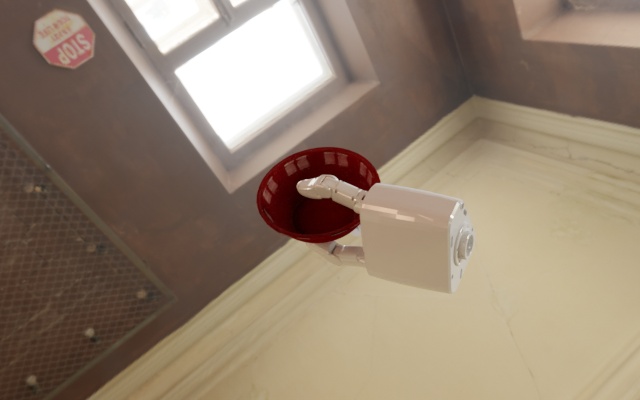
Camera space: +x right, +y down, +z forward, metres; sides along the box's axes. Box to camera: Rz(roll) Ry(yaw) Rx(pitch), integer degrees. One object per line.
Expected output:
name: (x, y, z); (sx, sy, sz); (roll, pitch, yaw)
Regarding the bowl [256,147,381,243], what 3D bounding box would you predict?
bowl: (-0.001, 0.002, 0.633); (0.162, 0.162, 0.055); (0, -42, 11)
